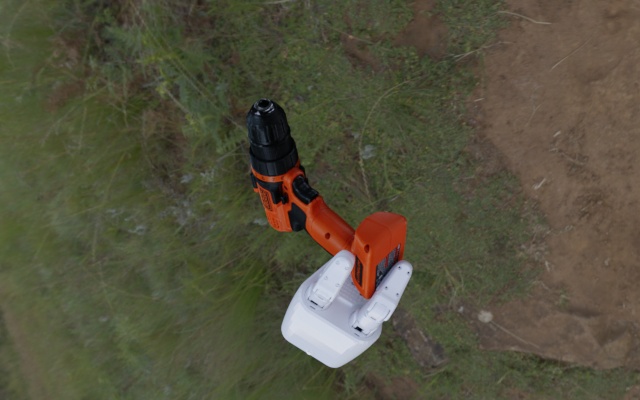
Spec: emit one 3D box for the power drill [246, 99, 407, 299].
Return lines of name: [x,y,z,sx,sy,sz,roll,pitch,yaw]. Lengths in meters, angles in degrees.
power drill: [0.000,0.002,0.490,0.057,0.185,0.187,-38,57,-22]
